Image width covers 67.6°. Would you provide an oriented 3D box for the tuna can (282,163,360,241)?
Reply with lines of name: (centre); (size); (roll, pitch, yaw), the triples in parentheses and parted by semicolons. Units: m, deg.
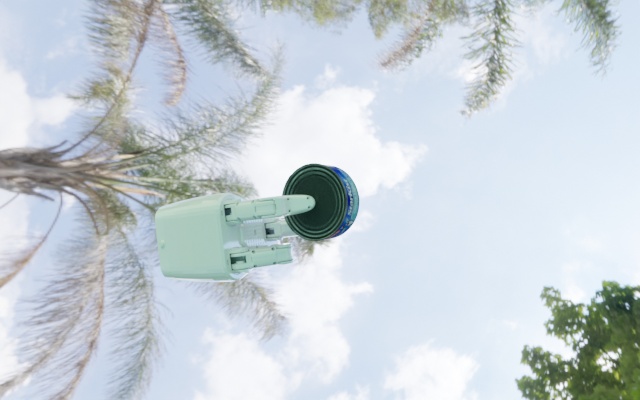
tuna can: (0.000, 0.002, 0.537); (0.086, 0.086, 0.034); (0, 0, 32)
